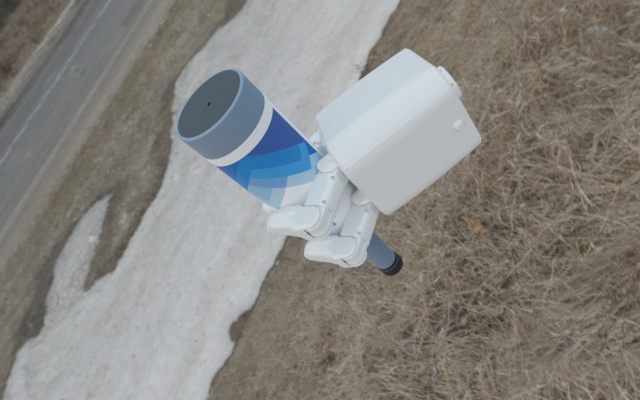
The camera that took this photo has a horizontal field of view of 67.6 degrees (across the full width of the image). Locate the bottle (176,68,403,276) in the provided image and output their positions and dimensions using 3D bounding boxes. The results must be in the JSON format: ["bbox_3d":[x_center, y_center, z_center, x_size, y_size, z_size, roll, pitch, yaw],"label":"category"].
[{"bbox_3d":[0.000,0.001,0.446,0.069,0.069,0.296,0,-29,40],"label":"bottle"}]
